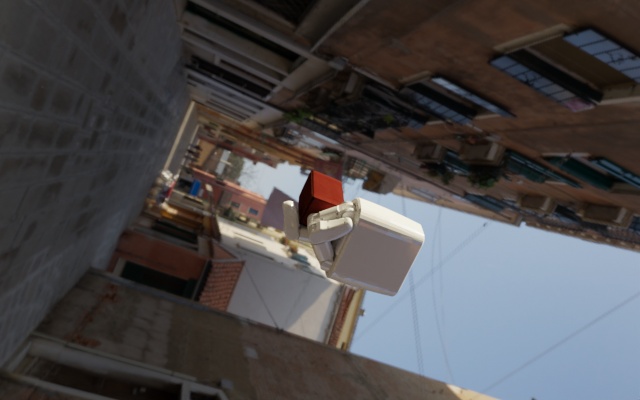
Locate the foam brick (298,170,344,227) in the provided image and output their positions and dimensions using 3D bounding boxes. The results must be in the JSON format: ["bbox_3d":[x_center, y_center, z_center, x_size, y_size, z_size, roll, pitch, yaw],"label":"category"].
[{"bbox_3d":[0.000,0.002,0.704,0.051,0.053,0.078,20,31,-14],"label":"foam brick"}]
